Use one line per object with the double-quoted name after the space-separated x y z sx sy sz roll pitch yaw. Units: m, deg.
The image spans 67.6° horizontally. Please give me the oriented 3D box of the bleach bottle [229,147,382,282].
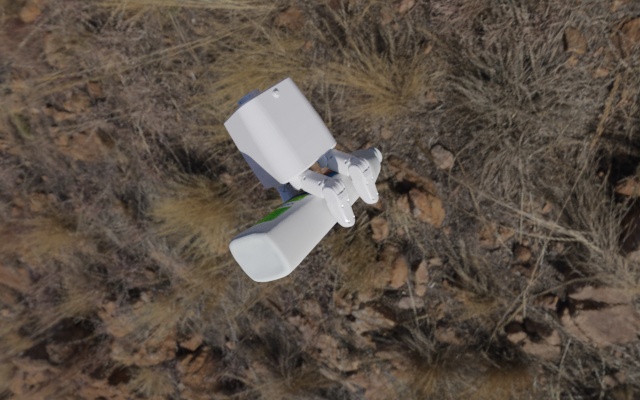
0.000 0.002 0.633 0.102 0.068 0.250 -22 16 50 "bleach bottle"
